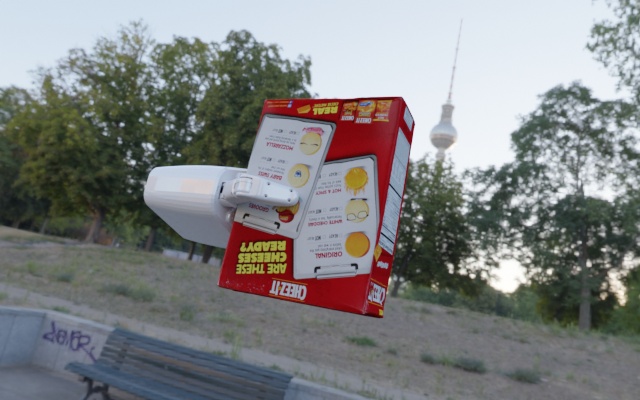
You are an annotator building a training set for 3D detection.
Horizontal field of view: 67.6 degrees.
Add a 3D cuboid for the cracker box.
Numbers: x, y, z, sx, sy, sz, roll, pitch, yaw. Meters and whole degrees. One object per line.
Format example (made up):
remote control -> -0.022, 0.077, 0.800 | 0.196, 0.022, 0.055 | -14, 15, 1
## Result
cracker box -> 0.000, 0.001, 0.501 | 0.164, 0.213, 0.072 | 5, -15, 27
